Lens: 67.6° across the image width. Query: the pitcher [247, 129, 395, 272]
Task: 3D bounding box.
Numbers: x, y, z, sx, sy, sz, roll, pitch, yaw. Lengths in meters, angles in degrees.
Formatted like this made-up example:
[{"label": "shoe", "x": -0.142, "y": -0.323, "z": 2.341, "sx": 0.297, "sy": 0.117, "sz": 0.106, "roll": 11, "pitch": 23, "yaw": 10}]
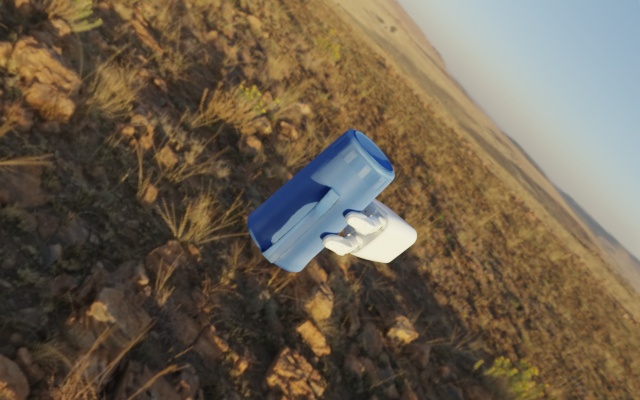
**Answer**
[{"label": "pitcher", "x": 0.000, "y": 0.003, "z": 0.787, "sx": 0.243, "sy": 0.149, "sz": 0.145, "roll": -43, "pitch": -41, "yaw": 20}]
